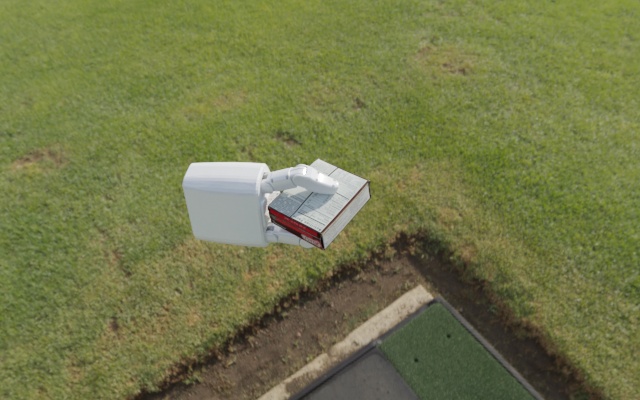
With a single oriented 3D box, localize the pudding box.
[{"bbox_3d":[0.000,0.002,0.630,0.090,0.039,0.113,27,57,27],"label":"pudding box"}]
